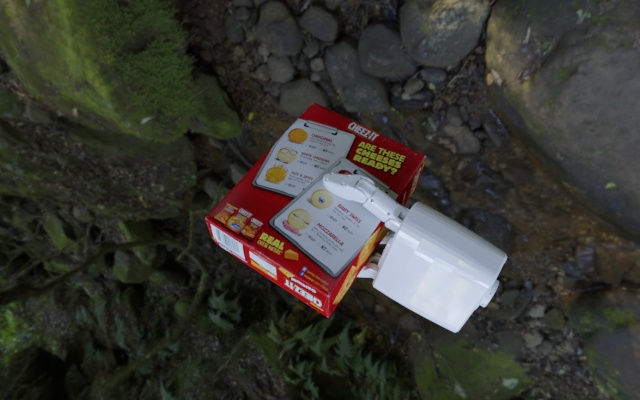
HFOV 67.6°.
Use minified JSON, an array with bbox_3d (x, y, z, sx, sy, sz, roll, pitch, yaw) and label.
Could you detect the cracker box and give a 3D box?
[{"bbox_3d":[0.000,0.002,0.563,0.164,0.213,0.072,29,-30,17],"label":"cracker box"}]
